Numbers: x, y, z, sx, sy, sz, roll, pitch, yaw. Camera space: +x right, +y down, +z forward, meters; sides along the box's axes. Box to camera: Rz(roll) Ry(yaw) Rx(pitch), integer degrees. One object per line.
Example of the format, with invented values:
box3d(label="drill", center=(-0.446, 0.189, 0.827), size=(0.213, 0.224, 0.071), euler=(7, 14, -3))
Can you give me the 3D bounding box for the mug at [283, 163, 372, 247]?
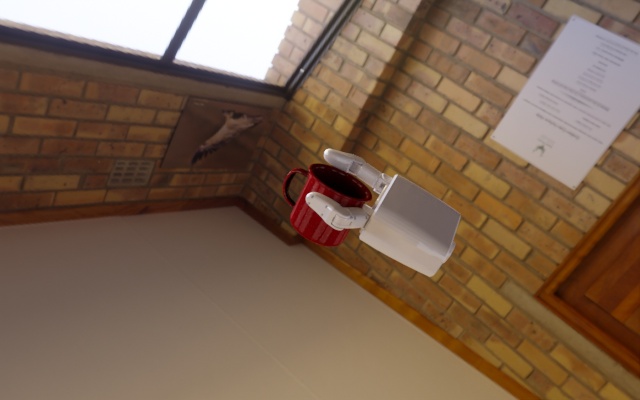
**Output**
box3d(label="mug", center=(-0.001, 0.002, 0.646), size=(0.117, 0.081, 0.093), euler=(30, 22, 8))
